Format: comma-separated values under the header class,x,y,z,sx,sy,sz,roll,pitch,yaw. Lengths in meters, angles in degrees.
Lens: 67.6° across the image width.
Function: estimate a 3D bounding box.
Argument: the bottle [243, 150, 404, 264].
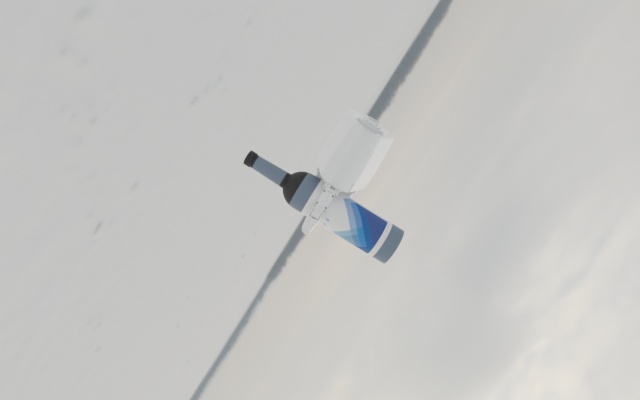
class,x,y,z,sx,sy,sz,roll,pitch,yaw
bottle,0.000,0.003,0.816,0.296,0.069,0.069,32,0,0
